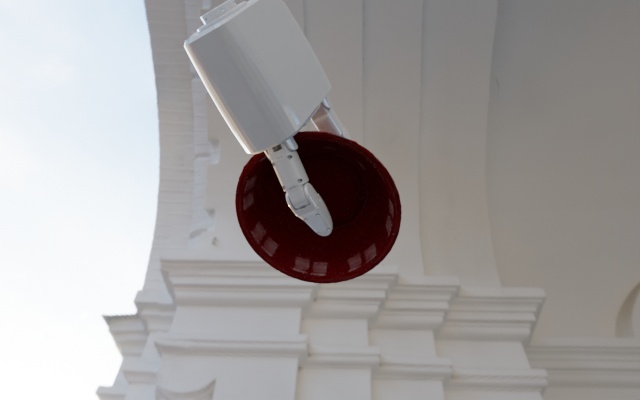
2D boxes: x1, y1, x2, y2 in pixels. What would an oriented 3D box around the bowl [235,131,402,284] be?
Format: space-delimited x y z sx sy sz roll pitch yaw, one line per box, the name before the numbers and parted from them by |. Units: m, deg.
bowl | 0.000 0.003 0.479 0.162 0.162 0.055 0 24 11
